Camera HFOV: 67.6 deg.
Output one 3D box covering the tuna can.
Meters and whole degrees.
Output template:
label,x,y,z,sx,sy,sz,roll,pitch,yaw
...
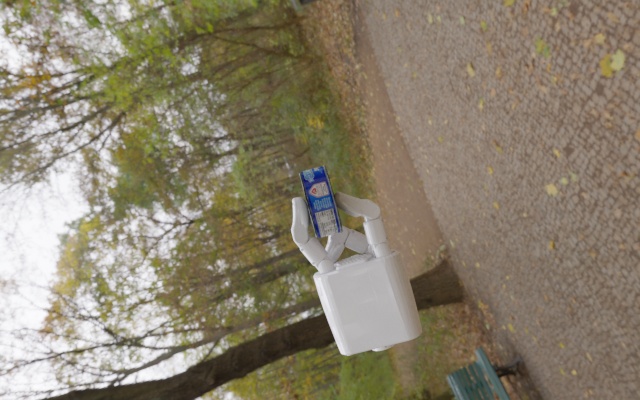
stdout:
label,x,y,z,sx,sy,sz,roll,pitch,yaw
tuna can,0.000,0.002,0.586,0.034,0.086,0.086,-15,0,-1
